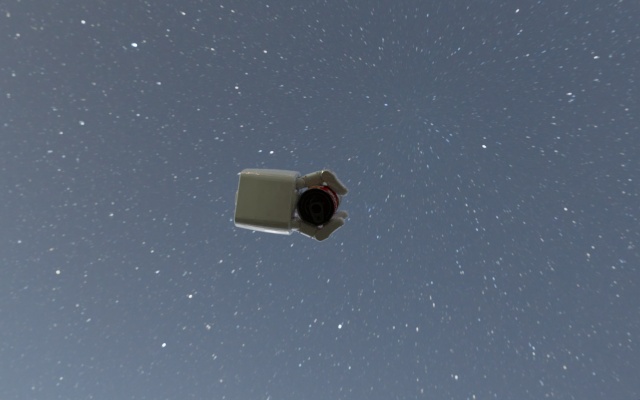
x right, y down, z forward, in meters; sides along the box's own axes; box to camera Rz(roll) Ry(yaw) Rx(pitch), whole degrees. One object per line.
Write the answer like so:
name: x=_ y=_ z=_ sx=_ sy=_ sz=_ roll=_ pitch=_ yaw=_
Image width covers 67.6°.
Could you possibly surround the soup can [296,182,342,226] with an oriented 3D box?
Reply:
soup can: x=0.001 y=0.003 z=0.877 sx=0.068 sy=0.068 sz=0.102 roll=0 pitch=10 yaw=10
